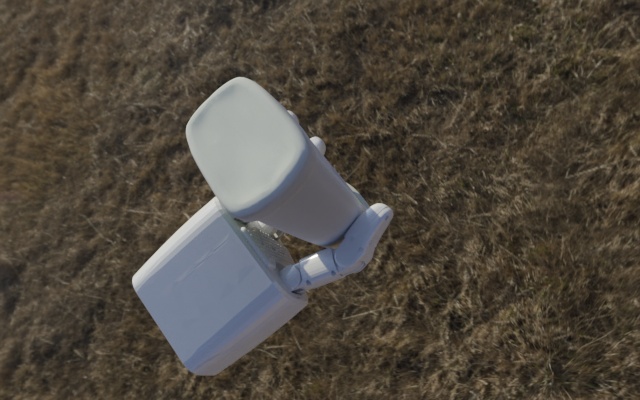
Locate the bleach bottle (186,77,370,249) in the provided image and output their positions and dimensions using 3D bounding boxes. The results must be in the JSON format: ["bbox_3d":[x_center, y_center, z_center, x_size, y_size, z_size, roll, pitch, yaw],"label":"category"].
[{"bbox_3d":[0.000,0.001,0.403,0.068,0.102,0.251,-42,-31,6],"label":"bleach bottle"}]
